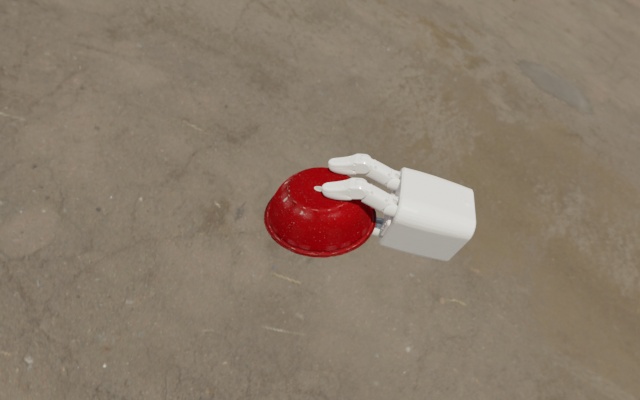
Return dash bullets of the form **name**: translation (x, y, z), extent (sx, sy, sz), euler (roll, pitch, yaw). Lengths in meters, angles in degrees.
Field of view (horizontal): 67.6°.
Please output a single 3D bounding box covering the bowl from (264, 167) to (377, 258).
- **bowl**: translation (-0.001, 0.002, 0.669), extent (0.162, 0.055, 0.162), euler (0, 42, 0)
